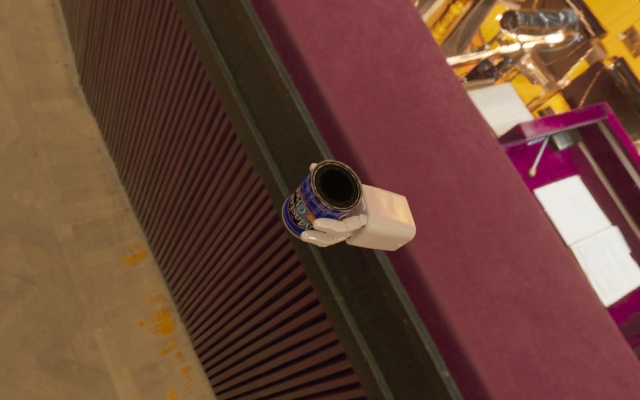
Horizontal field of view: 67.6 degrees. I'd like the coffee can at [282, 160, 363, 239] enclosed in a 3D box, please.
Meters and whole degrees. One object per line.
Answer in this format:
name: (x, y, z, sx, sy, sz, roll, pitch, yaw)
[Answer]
coffee can: (0.000, 0.003, 0.890, 0.103, 0.102, 0.140, 0, -25, -28)
